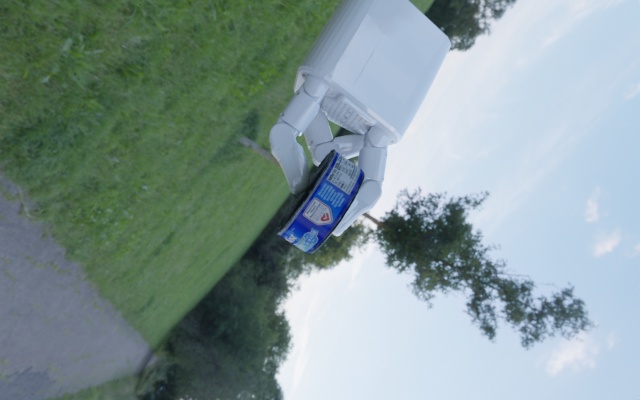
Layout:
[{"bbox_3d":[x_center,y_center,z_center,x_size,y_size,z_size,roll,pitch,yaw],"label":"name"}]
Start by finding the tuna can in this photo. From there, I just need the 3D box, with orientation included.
[{"bbox_3d":[0.001,0.002,0.401,0.034,0.086,0.086,34,-5,-7],"label":"tuna can"}]
